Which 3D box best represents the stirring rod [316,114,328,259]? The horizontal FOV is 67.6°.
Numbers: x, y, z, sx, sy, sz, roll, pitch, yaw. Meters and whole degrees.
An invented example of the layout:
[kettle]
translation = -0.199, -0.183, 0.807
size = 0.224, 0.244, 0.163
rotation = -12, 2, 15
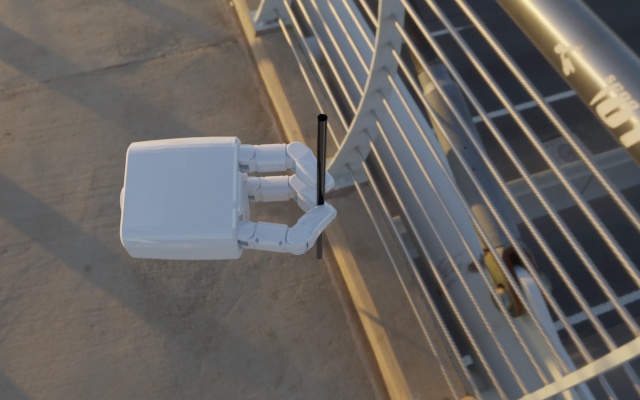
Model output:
[stirring rod]
translation = 0.000, 0.002, 0.466
size = 0.011, 0.011, 0.240
rotation = 0, -33, -1
